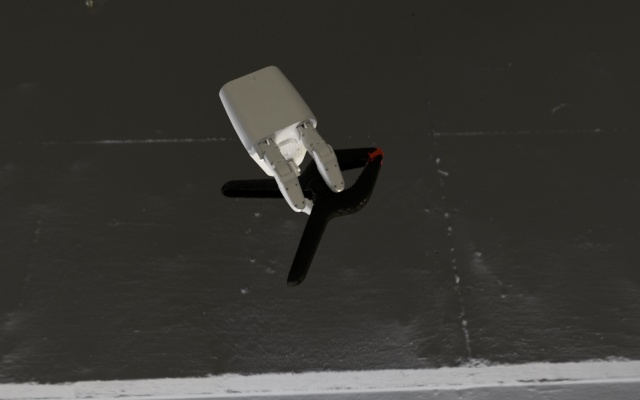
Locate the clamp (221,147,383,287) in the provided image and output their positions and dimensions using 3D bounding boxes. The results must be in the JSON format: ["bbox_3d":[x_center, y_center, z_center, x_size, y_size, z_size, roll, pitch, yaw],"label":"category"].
[{"bbox_3d":[0.000,0.002,0.608,0.210,0.164,0.036,-26,-24,-13],"label":"clamp"}]
